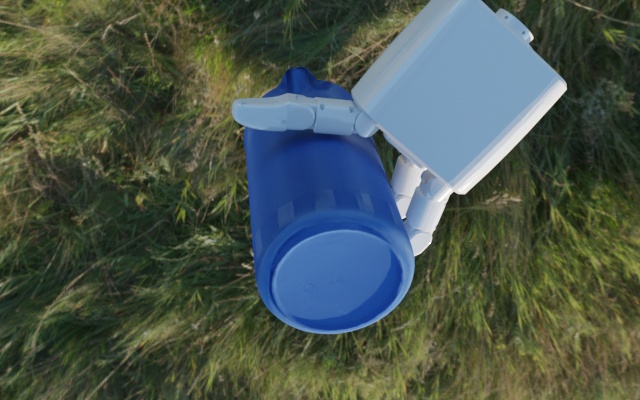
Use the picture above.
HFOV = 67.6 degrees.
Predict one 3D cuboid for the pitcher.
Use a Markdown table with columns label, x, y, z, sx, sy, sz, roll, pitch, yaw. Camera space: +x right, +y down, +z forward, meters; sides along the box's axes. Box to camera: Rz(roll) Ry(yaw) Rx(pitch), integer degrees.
| label | x | y | z | sx | sy | sz | roll | pitch | yaw |
| --- | --- | --- | --- | --- | --- | --- | --- | --- | --- |
| pitcher | 0.000 | 0.001 | 0.420 | 0.149 | 0.145 | 0.242 | 33 | 22 | -24 |
